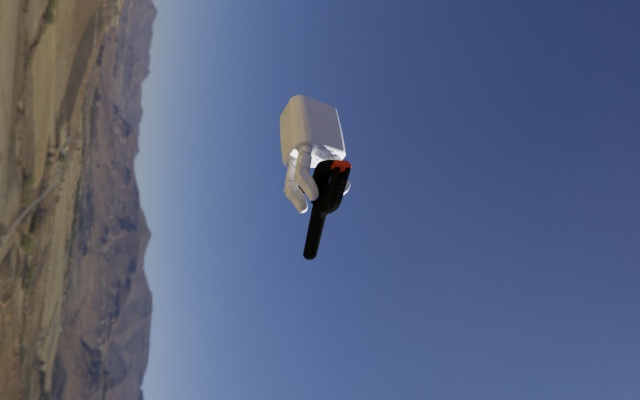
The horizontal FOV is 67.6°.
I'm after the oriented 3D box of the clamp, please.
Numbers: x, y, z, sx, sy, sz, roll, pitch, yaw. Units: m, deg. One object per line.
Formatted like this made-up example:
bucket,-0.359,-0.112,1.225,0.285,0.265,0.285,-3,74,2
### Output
clamp,0.001,0.002,0.848,0.036,0.164,0.210,1,-25,-25
